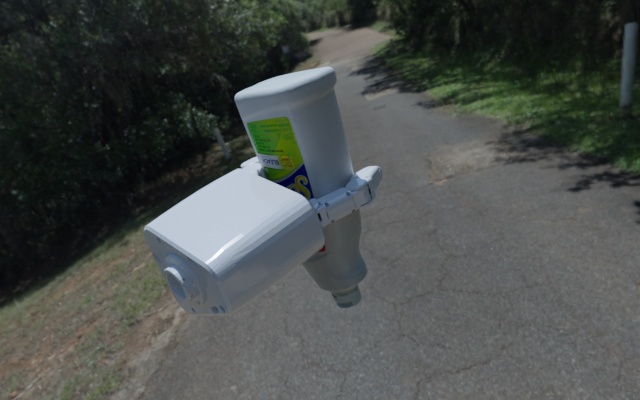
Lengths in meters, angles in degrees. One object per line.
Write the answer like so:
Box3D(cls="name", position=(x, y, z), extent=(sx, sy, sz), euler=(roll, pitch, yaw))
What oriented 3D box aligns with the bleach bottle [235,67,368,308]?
Box3D(cls="bleach bottle", position=(0.000, 0.002, 0.480), extent=(0.102, 0.251, 0.068), euler=(6, 32, 46))
